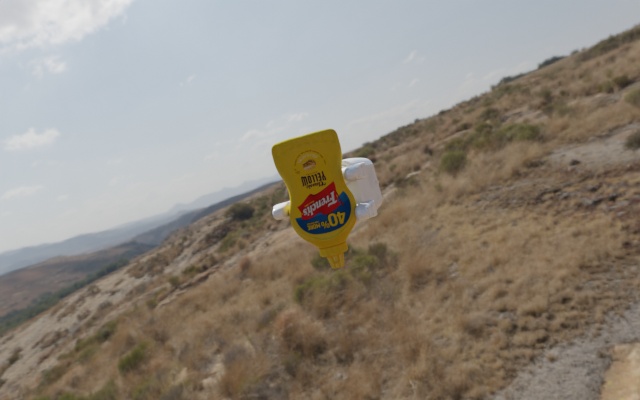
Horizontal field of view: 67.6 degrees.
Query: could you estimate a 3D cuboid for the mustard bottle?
[{"bbox_3d":[0.000,0.002,0.674,0.096,0.191,0.058,-15,3,2],"label":"mustard bottle"}]
